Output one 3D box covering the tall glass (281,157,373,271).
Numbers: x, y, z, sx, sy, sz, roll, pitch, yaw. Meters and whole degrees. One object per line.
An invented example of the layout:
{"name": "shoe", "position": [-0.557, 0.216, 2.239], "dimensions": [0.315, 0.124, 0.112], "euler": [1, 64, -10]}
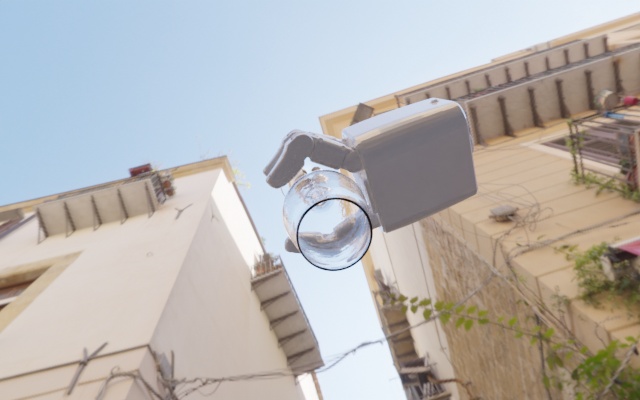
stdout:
{"name": "tall glass", "position": [0.000, 0.001, 0.472], "dimensions": [0.079, 0.079, 0.201], "euler": [0, 15, -7]}
